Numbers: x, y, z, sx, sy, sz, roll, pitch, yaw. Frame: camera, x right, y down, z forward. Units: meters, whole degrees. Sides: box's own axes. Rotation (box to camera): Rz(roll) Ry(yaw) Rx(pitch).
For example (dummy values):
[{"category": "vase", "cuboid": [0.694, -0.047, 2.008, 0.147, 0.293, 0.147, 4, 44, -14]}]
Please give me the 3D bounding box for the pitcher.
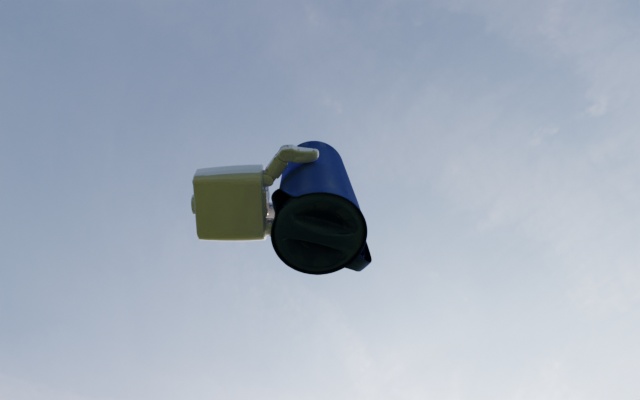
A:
[{"category": "pitcher", "cuboid": [0.000, 0.002, 0.756, 0.145, 0.149, 0.242, -3, 28, -1]}]
